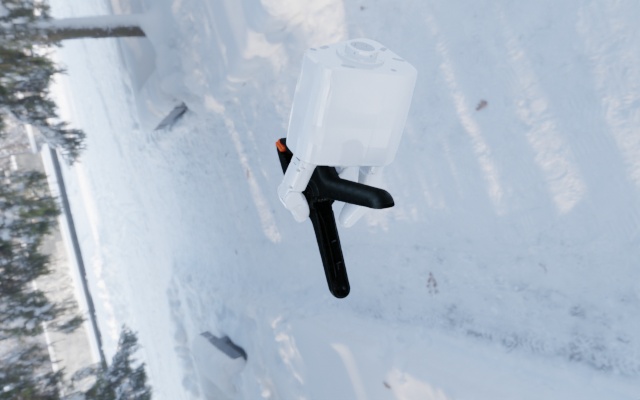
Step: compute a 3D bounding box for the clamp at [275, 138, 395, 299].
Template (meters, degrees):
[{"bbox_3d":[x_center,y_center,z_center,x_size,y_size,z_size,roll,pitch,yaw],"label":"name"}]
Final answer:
[{"bbox_3d":[-0.001,0.001,0.568,0.036,0.165,0.210,-10,42,-31],"label":"clamp"}]
